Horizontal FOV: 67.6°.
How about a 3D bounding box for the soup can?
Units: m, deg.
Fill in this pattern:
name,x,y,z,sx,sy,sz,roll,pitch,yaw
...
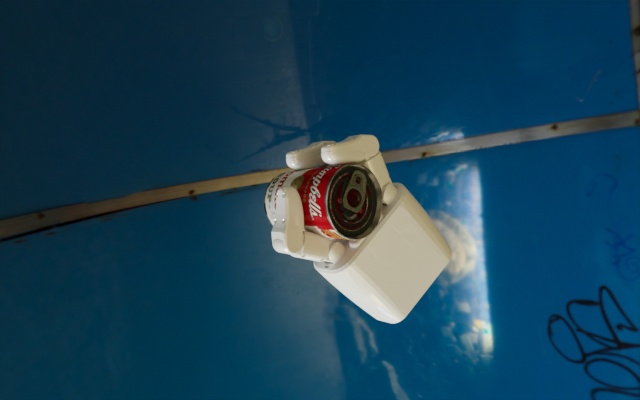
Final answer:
name,x,y,z,sx,sy,sz,roll,pitch,yaw
soup can,0.000,0.001,0.460,0.068,0.068,0.102,0,0,-39
